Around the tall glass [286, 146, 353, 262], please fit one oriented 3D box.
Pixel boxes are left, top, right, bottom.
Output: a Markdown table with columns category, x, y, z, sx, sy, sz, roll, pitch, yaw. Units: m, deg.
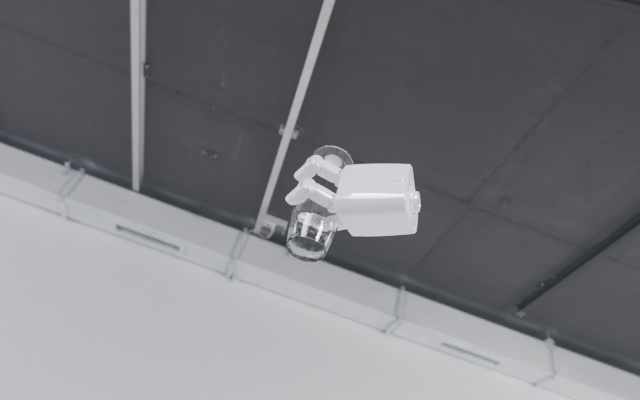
| category | x | y | z | sx | sy | sz | roll | pitch | yaw |
| --- | --- | --- | --- | --- | --- | --- | --- | --- | --- |
| tall glass | 0.000 | 0.002 | 0.782 | 0.079 | 0.201 | 0.079 | 10 | -41 | 9 |
